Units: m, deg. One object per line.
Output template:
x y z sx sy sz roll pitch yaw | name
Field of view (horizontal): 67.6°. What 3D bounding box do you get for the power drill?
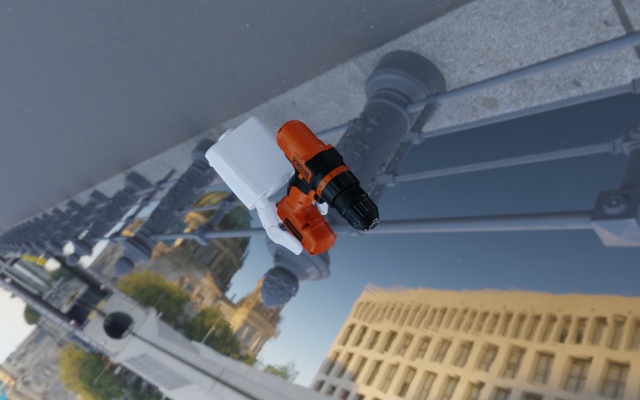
0.000 0.002 0.672 0.057 0.184 0.188 -28 -23 -26 | power drill
